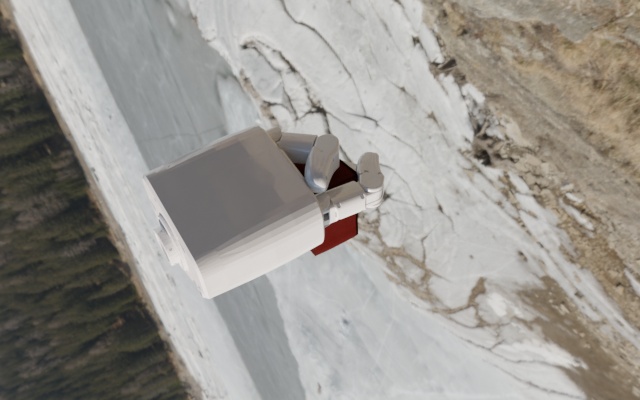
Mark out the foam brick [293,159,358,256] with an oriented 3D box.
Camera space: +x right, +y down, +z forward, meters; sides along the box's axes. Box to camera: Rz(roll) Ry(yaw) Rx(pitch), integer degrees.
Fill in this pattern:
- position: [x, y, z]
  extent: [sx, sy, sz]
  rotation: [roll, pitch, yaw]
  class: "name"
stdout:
- position: [0.000, 0.002, 0.443]
  extent: [0.051, 0.078, 0.053]
  rotation: [-27, 47, -23]
  class: "foam brick"
